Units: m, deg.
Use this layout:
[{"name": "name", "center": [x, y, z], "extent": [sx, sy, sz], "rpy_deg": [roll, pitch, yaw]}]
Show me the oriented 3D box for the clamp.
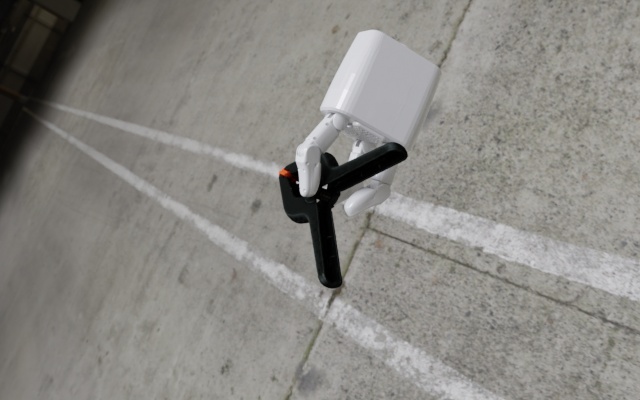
[{"name": "clamp", "center": [-0.001, 0.001, 0.561], "extent": [0.036, 0.164, 0.210], "rpy_deg": [27, -5, -32]}]
